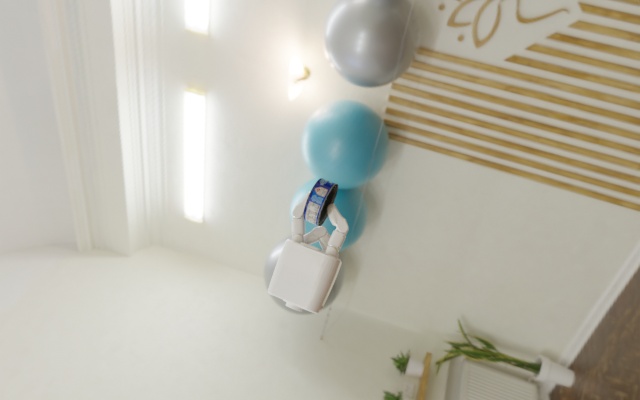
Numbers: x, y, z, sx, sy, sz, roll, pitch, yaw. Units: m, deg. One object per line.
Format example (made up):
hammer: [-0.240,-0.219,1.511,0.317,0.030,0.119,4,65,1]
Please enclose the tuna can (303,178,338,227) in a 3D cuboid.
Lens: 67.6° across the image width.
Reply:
tuna can: [0.000,0.003,0.885,0.034,0.086,0.086,23,5,11]
